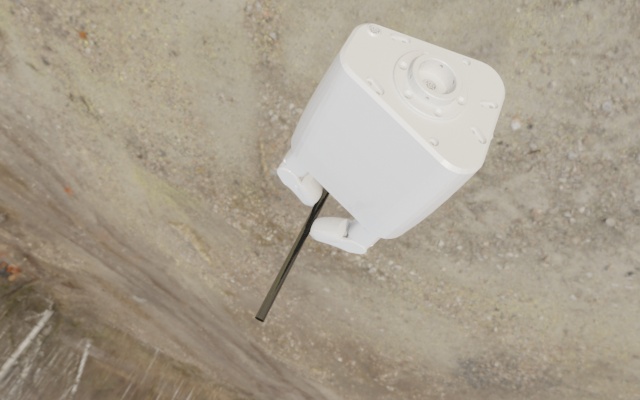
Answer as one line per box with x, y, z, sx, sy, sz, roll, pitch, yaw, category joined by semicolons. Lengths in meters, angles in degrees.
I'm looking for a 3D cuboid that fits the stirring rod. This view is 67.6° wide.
0.000;0.001;0.437;0.011;0.239;0.011;21;-30;12;stirring rod
